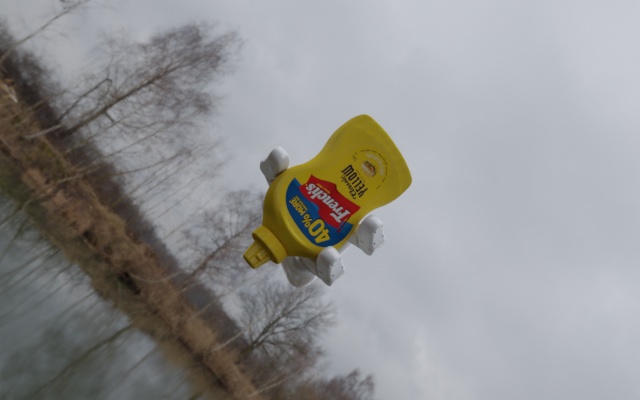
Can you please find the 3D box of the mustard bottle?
[{"bbox_3d":[0.000,0.001,0.489,0.191,0.096,0.058,-40,14,-17],"label":"mustard bottle"}]
